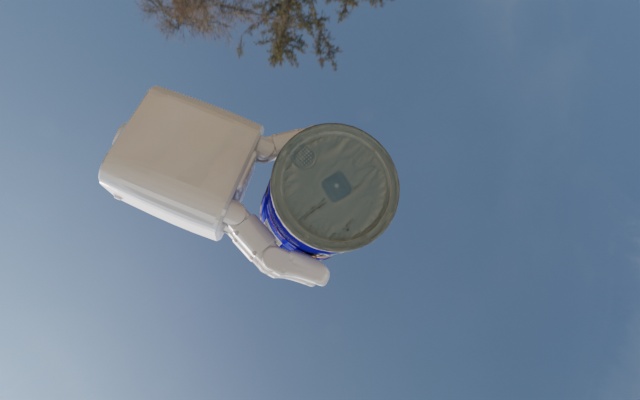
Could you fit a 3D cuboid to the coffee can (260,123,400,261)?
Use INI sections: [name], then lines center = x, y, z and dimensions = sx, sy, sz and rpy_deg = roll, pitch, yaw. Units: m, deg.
[coffee can]
center = 0.000, 0.001, 0.435
dimensions = 0.103, 0.102, 0.140
rpy_deg = 0, -11, -11
